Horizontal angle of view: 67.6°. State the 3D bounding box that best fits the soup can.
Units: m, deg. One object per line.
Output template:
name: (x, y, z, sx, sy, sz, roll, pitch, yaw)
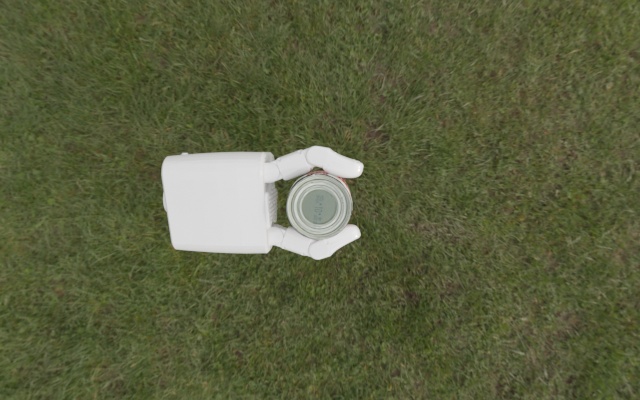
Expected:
soup can: (0.001, 0.002, 0.518, 0.068, 0.068, 0.102, 0, 5, 2)
